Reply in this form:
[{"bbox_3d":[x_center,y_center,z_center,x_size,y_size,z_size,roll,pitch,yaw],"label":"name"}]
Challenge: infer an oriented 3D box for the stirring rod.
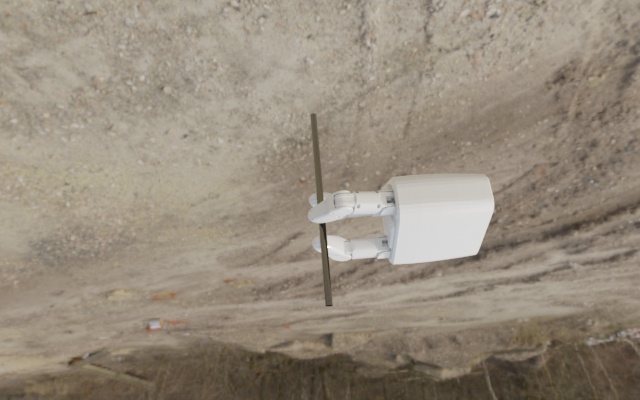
[{"bbox_3d":[0.000,0.002,0.553,0.011,0.239,0.011,-4,-24,-2],"label":"stirring rod"}]
